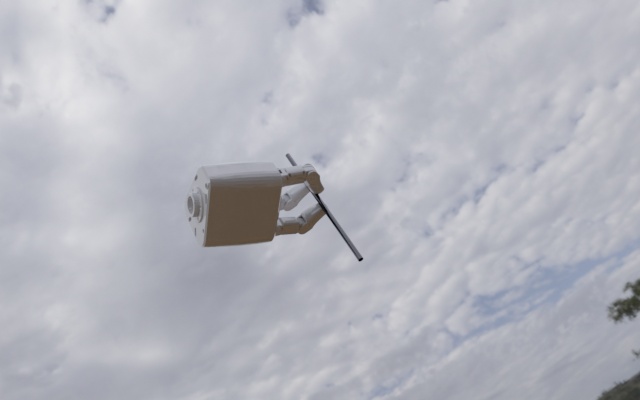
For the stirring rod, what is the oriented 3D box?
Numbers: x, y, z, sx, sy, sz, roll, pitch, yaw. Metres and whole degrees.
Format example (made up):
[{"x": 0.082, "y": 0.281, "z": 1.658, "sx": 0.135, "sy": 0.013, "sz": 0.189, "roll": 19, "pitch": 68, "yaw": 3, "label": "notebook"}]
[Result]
[{"x": 0.000, "y": 0.002, "z": 0.719, "sx": 0.011, "sy": 0.011, "sz": 0.239, "roll": 0, "pitch": 40, "yaw": -37, "label": "stirring rod"}]
